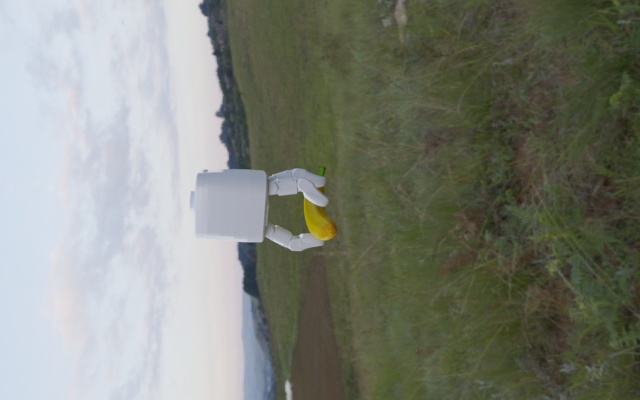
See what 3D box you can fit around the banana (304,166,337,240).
[{"bbox_3d":[-0.004,0.016,0.791,0.037,0.070,0.197,6,32,-11],"label":"banana"}]
